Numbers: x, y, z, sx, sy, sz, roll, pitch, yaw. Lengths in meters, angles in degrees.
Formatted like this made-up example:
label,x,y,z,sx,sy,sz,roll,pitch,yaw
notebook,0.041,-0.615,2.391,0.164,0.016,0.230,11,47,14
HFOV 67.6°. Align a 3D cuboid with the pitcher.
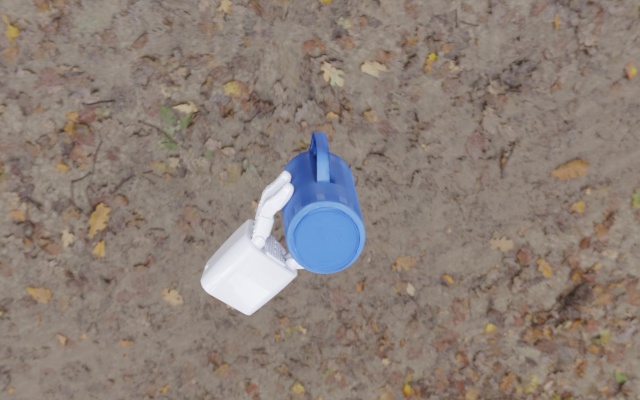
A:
label,x,y,z,sx,sy,sz,roll,pitch,yaw
pitcher,0.000,0.003,0.741,0.145,0.149,0.242,-41,17,10
